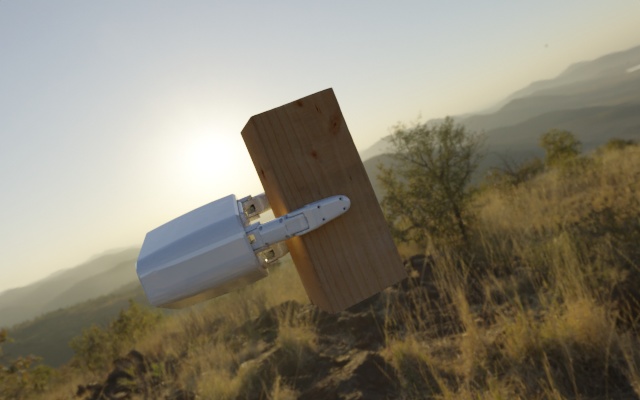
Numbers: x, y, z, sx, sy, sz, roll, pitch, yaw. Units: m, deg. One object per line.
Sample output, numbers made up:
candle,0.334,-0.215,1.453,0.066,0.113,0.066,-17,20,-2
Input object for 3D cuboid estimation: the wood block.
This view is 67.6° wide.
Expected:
wood block,0.000,0.002,0.505,0.090,0.206,0.091,-24,4,-16
